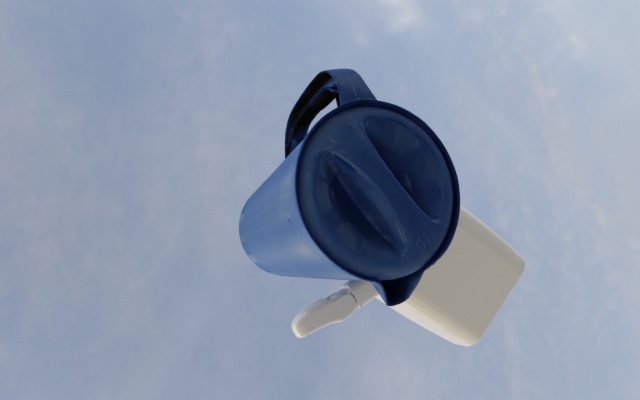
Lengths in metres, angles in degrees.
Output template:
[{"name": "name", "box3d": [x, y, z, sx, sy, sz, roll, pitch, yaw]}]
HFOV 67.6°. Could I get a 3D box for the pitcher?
[{"name": "pitcher", "box3d": [0.000, 0.002, 0.442, 0.145, 0.149, 0.243, 34, -21, -13]}]
